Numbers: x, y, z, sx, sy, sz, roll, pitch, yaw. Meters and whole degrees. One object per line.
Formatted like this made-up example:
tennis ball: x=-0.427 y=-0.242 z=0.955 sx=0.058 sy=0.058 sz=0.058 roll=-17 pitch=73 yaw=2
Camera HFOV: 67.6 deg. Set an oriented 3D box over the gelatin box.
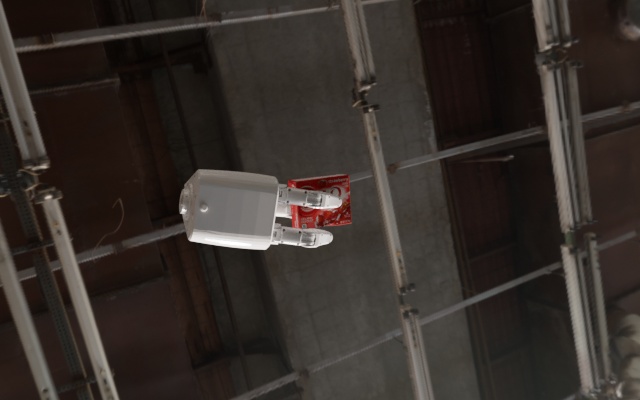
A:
gelatin box: x=0.000 y=0.002 z=0.696 sx=0.089 sy=0.073 sz=0.030 roll=-8 pitch=8 yaw=-27
